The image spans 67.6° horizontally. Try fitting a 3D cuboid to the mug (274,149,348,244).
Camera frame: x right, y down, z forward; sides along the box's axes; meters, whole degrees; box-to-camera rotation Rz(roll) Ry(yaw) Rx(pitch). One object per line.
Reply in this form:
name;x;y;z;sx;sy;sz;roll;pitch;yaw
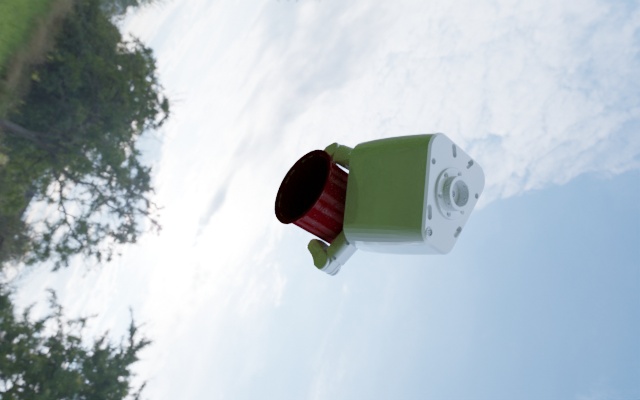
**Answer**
mug;-0.001;0.002;0.555;0.081;0.093;0.117;32;-19;-32
